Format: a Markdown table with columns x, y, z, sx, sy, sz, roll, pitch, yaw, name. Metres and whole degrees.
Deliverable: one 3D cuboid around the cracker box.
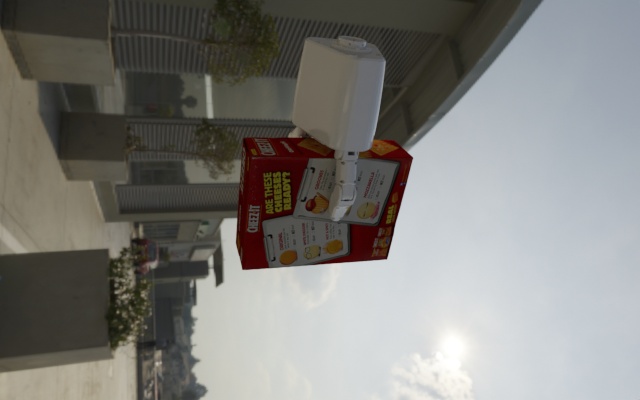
| x | y | z | sx | sy | sz | roll | pitch | yaw | name |
| --- | --- | --- | --- | --- | --- | --- | --- | --- | --- |
| 0.000 | 0.002 | 0.640 | 0.214 | 0.164 | 0.072 | -1 | 30 | -19 | cracker box |
